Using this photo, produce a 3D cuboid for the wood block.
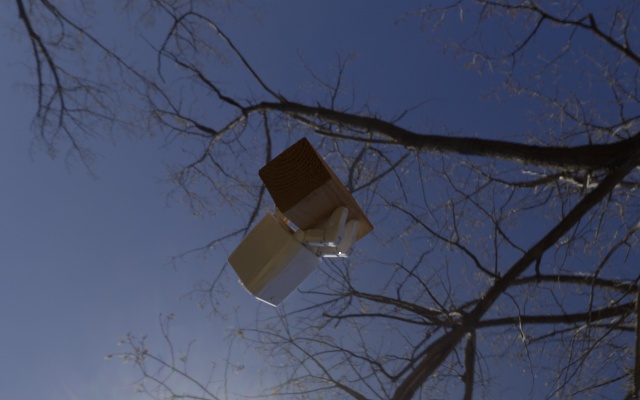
[{"bbox_3d":[0.000,0.003,0.762,0.090,0.090,0.206,-36,-32,5],"label":"wood block"}]
